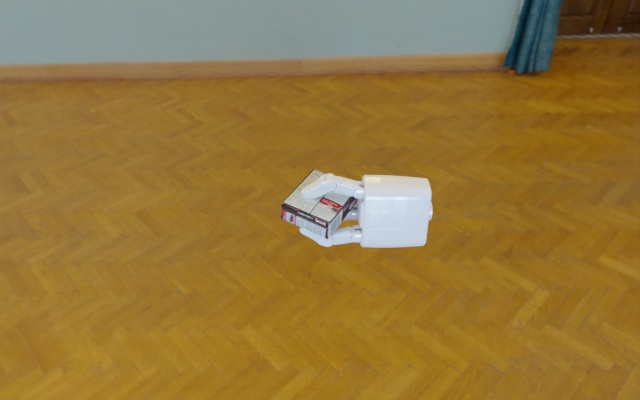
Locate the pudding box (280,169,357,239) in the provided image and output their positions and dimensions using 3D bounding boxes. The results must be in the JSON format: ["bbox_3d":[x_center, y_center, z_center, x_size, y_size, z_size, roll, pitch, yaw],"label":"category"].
[{"bbox_3d":[0.000,0.002,0.788,0.090,0.039,0.113,22,42,18],"label":"pudding box"}]
